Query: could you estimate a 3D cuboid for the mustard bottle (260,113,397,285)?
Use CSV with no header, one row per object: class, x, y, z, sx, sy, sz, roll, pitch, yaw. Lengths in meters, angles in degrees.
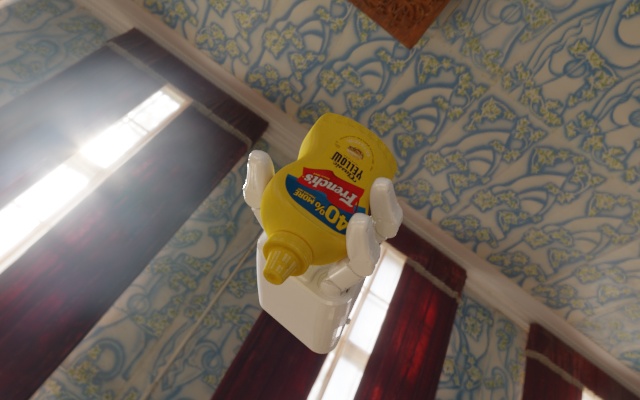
mustard bottle,0.000,0.001,0.435,0.096,0.191,0.058,38,-43,-5
